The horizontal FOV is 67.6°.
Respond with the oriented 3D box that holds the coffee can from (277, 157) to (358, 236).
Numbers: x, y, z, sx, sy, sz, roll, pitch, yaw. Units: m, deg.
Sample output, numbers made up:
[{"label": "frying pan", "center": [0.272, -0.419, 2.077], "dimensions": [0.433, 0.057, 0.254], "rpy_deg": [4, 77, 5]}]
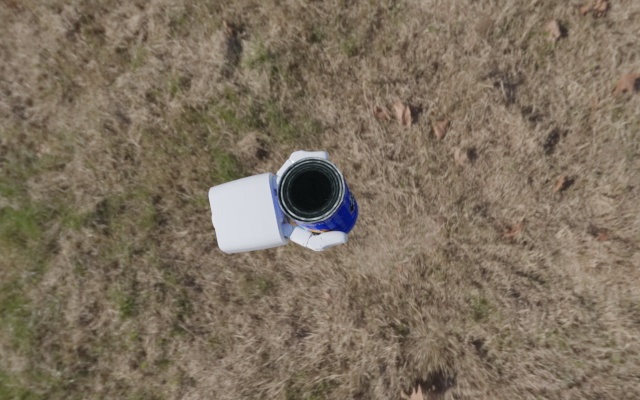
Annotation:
[{"label": "coffee can", "center": [0.000, 0.003, 0.759], "dimensions": [0.103, 0.102, 0.140], "rpy_deg": [0, -16, 13]}]
